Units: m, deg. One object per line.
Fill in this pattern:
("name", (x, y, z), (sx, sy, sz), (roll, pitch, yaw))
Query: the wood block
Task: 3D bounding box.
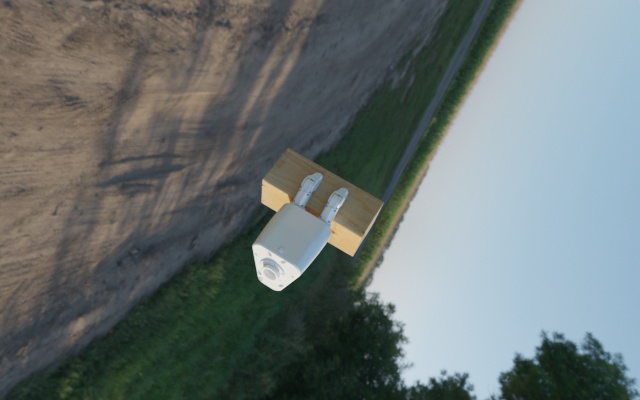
("wood block", (0.000, 0.003, 0.896), (0.206, 0.090, 0.091), (30, -29, 9))
